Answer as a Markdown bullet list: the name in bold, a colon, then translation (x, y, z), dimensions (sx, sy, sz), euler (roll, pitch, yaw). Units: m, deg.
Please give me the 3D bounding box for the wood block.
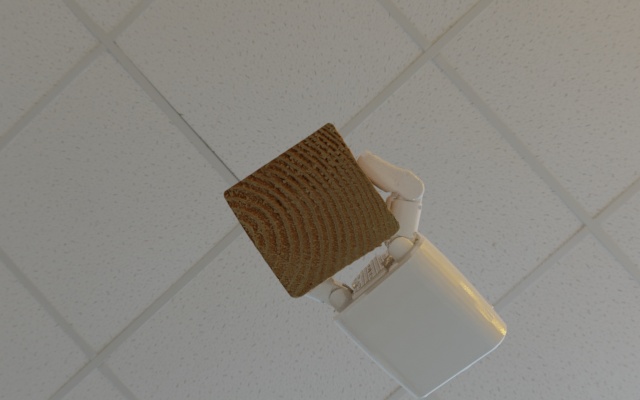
- **wood block**: translation (0.000, 0.002, 0.420), dimensions (0.091, 0.090, 0.206), euler (-34, 1, 5)
